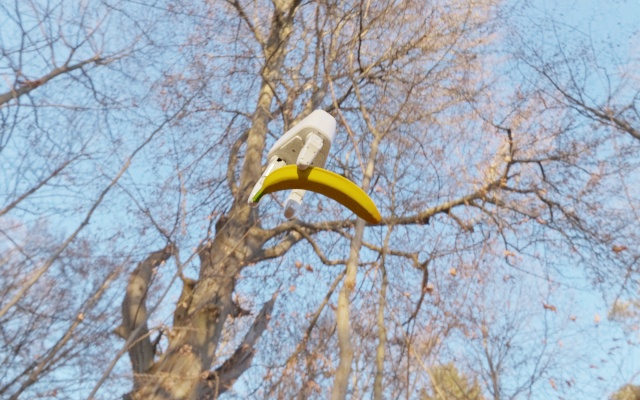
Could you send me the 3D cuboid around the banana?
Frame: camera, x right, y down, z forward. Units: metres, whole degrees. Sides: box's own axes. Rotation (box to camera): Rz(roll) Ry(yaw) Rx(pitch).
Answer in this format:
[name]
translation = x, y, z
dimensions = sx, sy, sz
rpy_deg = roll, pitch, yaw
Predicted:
[banana]
translation = 0.000, -0.015, 0.717
dimensions = 0.198, 0.070, 0.037
rpy_deg = 11, 26, 3
